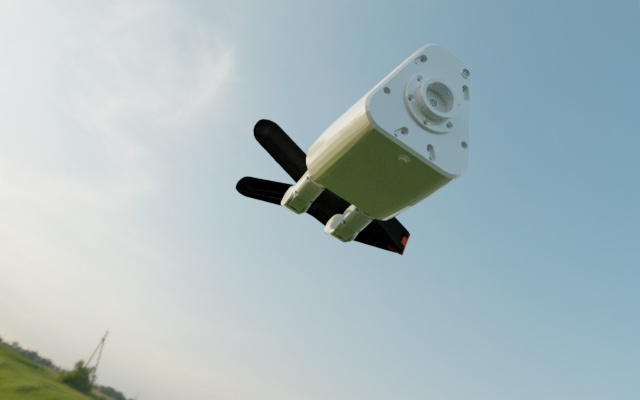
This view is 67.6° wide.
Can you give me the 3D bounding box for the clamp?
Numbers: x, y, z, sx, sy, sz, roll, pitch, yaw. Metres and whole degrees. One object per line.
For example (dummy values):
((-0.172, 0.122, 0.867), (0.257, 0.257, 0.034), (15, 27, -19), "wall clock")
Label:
((0.001, 0.001, 0.531), (0.210, 0.036, 0.164), (31, -24, -12), "clamp")
